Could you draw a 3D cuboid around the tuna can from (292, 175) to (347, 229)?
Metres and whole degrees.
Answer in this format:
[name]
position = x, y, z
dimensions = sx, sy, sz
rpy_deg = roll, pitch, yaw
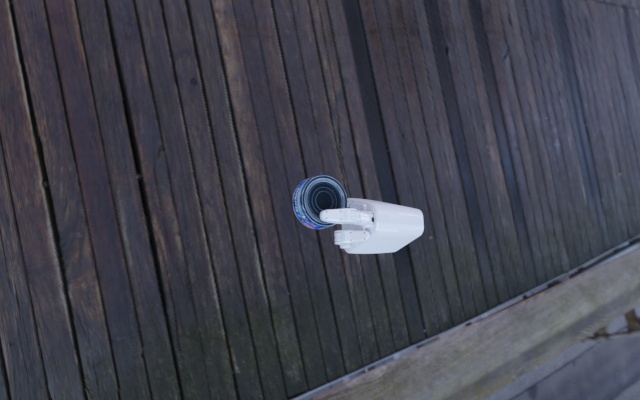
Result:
[tuna can]
position = 0.000, 0.002, 0.770
dimensions = 0.086, 0.086, 0.034
rpy_deg = 0, -8, -27
